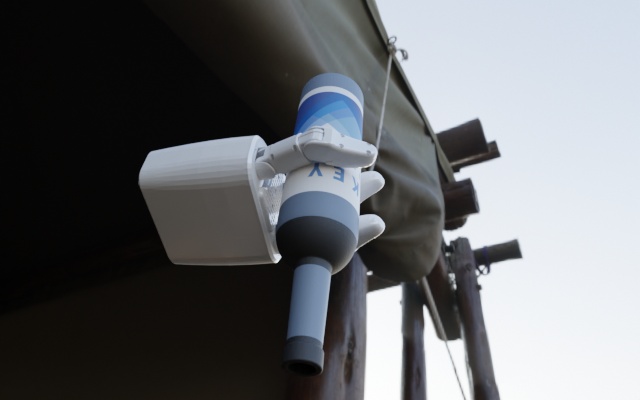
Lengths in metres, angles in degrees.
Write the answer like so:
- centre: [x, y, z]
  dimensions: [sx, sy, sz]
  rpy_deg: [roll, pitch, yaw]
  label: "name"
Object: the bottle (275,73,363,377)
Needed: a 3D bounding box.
- centre: [0.000, 0.001, 0.408]
  dimensions: [0.069, 0.295, 0.069]
  rpy_deg: [4, -42, 3]
  label: "bottle"
